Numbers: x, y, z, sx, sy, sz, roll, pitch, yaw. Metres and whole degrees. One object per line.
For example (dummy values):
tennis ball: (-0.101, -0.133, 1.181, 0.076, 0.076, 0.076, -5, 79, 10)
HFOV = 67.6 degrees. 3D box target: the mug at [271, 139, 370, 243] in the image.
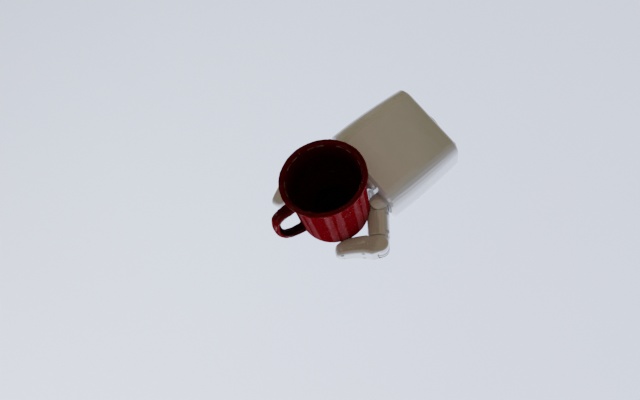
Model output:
mug: (-0.001, 0.003, 0.516, 0.117, 0.093, 0.081, -37, -29, -8)
